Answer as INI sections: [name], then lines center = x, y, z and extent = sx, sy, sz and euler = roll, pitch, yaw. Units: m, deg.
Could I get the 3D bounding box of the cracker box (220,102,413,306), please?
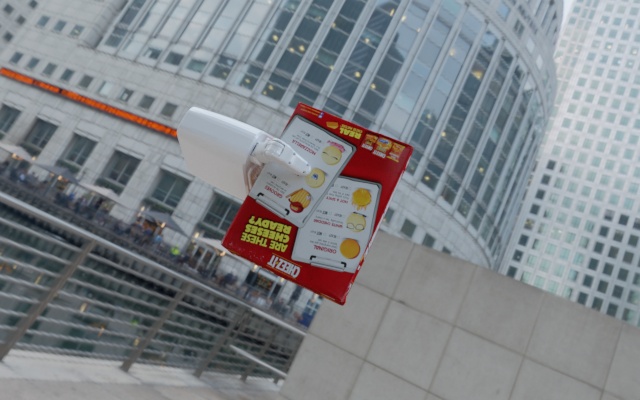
[cracker box]
center = 0.000, 0.002, 0.611
extent = 0.164, 0.213, 0.072
euler = 23, -14, 12
